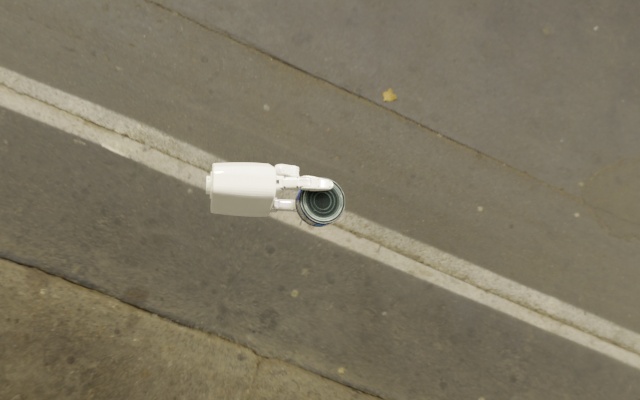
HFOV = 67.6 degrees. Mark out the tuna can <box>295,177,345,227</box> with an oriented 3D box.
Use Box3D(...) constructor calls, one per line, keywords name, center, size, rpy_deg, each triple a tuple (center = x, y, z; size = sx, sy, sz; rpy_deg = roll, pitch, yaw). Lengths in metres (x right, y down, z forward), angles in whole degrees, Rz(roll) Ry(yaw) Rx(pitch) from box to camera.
Box3D(name="tuna can", center=(0.000, 0.003, 0.851), size=(0.086, 0.086, 0.034), rpy_deg=(0, -11, -17))
